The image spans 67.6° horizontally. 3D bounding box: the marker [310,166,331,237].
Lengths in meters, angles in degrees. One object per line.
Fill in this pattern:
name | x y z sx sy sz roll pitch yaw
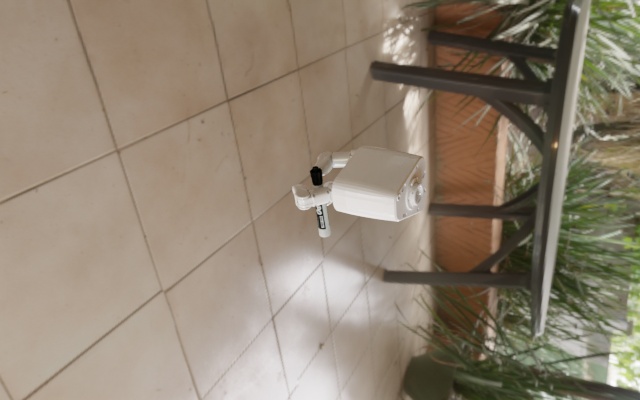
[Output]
marker | 0.000 0.002 0.748 0.020 0.121 0.020 -6 28 3
